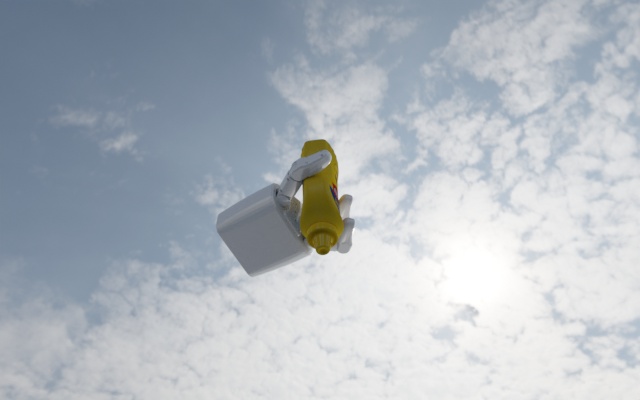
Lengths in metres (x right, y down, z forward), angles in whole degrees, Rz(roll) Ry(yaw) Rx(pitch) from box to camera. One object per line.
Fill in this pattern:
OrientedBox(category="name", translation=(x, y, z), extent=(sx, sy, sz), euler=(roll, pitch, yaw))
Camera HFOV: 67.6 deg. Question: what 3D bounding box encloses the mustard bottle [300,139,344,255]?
OrientedBox(category="mustard bottle", translation=(0.000, 0.002, 0.672), extent=(0.058, 0.096, 0.191), euler=(-6, 40, 4))
